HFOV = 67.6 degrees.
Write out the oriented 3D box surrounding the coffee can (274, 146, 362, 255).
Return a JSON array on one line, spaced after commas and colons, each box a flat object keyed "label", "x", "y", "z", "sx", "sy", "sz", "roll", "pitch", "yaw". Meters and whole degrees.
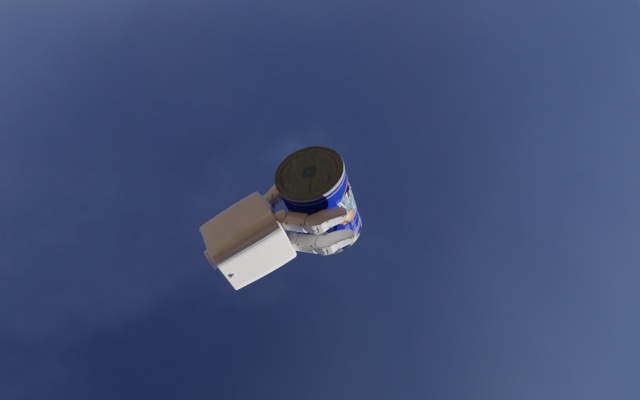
[{"label": "coffee can", "x": 0.000, "y": 0.002, "z": 0.728, "sx": 0.103, "sy": 0.102, "sz": 0.140, "roll": 0, "pitch": -38, "yaw": 18}]
